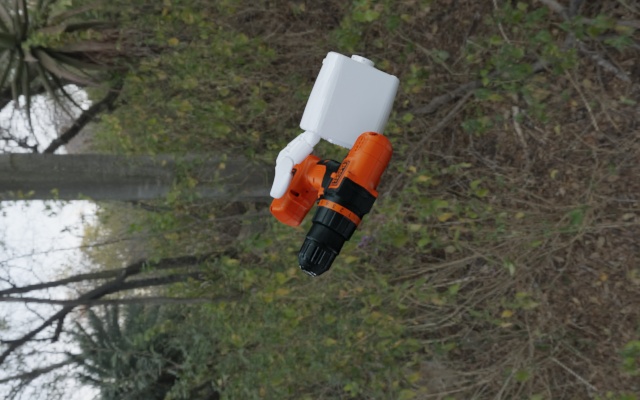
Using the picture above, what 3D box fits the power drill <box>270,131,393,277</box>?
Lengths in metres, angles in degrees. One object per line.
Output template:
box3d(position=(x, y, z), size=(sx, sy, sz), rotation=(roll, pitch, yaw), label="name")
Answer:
box3d(position=(0.000, 0.002, 0.614), size=(0.057, 0.184, 0.187), rotation=(36, -13, -23), label="power drill")
